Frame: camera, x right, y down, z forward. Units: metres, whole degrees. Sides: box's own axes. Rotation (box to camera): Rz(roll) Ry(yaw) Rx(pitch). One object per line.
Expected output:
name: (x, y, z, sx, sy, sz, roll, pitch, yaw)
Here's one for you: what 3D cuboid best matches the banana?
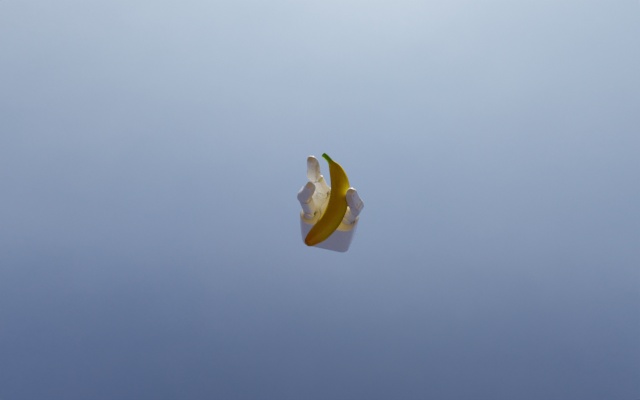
banana: (0.019, 0.004, 0.894, 0.069, 0.197, 0.037, 13, -30, -5)
